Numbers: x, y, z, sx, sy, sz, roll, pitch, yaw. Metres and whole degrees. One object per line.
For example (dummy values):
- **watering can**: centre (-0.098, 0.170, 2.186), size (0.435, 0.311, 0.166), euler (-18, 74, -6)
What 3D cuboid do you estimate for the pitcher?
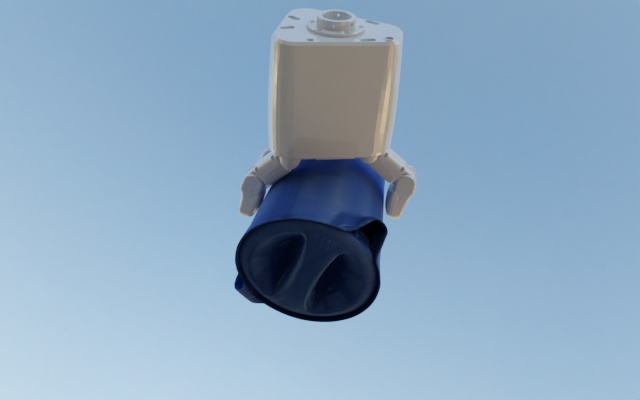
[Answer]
- **pitcher**: centre (0.000, 0.002, 0.520), size (0.149, 0.145, 0.242), euler (9, 39, 7)
